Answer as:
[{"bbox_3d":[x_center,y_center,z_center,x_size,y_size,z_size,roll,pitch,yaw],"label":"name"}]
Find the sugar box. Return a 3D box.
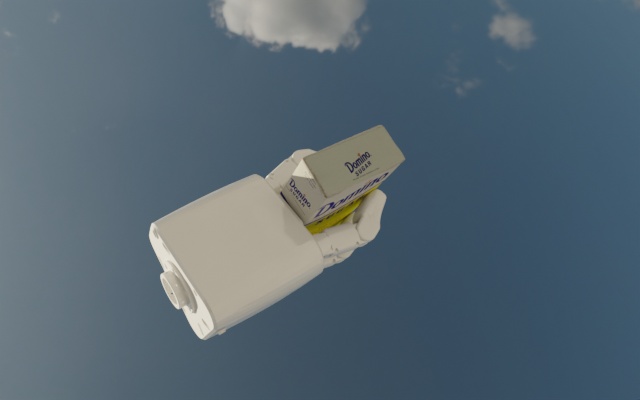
[{"bbox_3d":[0.000,0.002,0.469,0.093,0.048,0.176,-26,-10,-30],"label":"sugar box"}]
